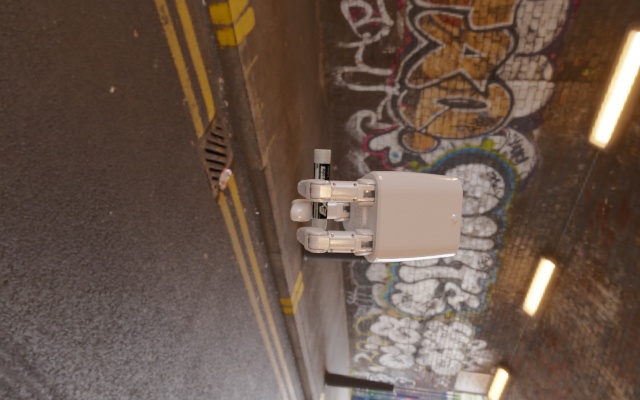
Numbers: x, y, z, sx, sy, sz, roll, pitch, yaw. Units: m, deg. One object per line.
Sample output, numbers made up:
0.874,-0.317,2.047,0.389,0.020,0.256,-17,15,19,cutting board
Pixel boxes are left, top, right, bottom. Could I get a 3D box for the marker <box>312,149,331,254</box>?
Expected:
0.000,0.002,0.553,0.020,0.121,0.020,2,7,0,marker
